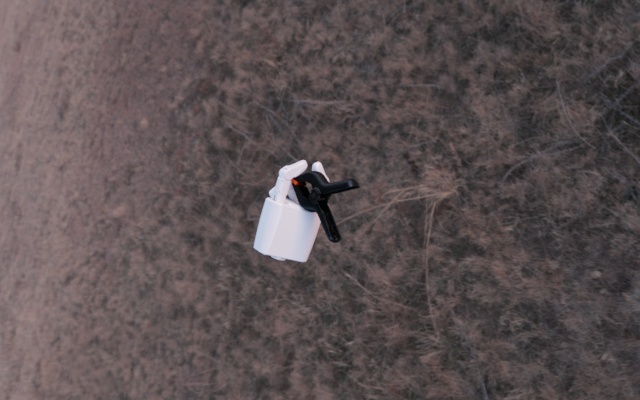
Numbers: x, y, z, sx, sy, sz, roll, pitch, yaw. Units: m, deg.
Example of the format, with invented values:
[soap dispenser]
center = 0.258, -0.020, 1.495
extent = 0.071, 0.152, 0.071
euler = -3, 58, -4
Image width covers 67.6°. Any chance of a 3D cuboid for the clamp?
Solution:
[clamp]
center = 0.000, 0.003, 0.899
extent = 0.039, 0.120, 0.171
euler = 13, 7, -40
